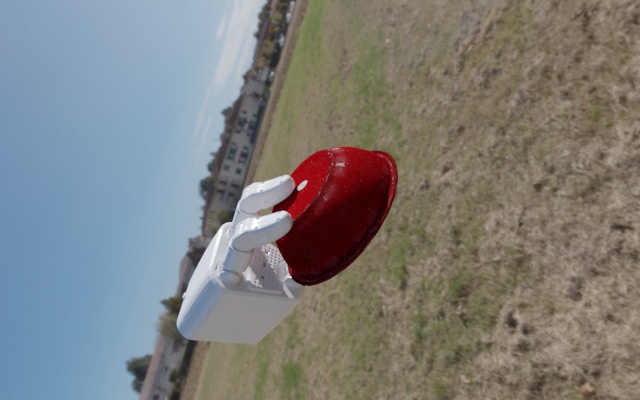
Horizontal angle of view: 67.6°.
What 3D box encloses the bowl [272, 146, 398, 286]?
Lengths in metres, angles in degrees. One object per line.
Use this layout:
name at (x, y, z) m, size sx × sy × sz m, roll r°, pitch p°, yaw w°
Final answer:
bowl at (0.001, 0.000, 0.479) m, size 0.055 × 0.162 × 0.162 m, roll 37°, pitch -17°, yaw -24°
